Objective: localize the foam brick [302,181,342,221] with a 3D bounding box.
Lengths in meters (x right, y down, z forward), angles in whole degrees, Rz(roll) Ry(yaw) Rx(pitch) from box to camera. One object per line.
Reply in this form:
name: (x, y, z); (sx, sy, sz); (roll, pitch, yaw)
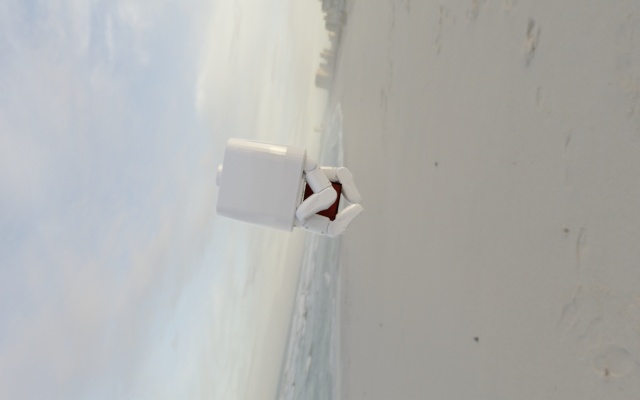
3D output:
foam brick: (0.000, 0.002, 0.695); (0.051, 0.053, 0.078); (10, -11, -1)
